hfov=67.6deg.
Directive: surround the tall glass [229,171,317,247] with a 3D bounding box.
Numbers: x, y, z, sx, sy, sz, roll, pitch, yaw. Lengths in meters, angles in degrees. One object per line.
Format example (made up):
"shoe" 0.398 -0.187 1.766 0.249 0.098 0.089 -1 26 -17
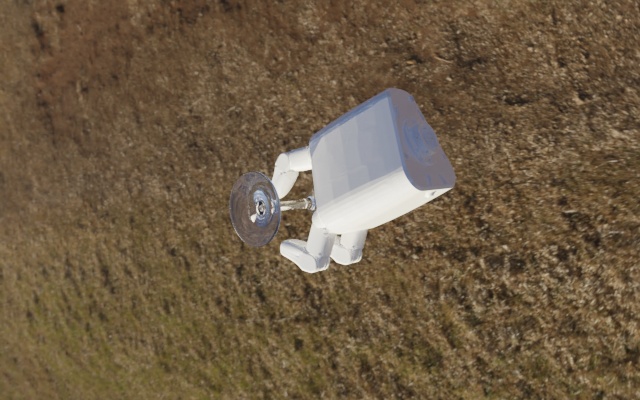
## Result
"tall glass" 0.000 0.002 0.539 0.079 0.079 0.201 0 4 41
